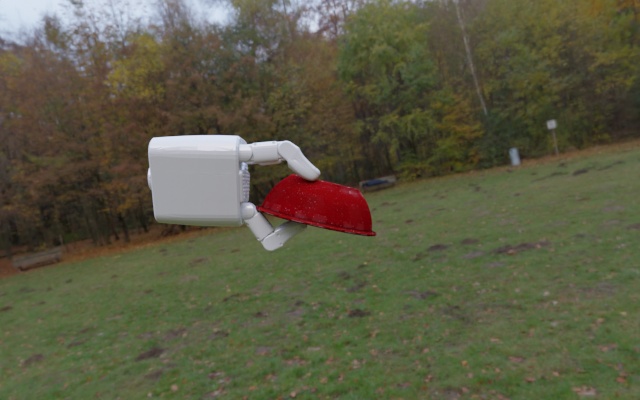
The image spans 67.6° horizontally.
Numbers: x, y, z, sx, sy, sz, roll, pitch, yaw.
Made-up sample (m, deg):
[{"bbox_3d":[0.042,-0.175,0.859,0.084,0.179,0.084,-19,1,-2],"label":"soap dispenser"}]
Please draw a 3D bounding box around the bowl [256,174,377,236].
[{"bbox_3d":[0.001,0.002,0.625,0.162,0.055,0.162,13,2,0],"label":"bowl"}]
